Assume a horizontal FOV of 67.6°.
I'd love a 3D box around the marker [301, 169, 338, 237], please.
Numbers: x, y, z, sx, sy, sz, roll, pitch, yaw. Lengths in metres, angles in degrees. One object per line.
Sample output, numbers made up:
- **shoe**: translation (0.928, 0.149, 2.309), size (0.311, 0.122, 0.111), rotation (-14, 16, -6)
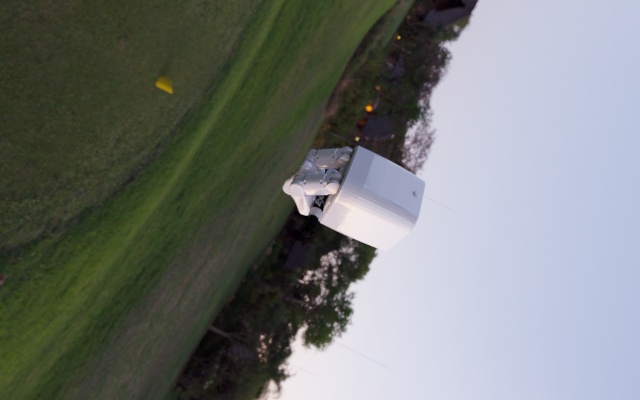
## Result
- **marker**: translation (0.000, 0.002, 0.636), size (0.020, 0.020, 0.121), rotation (0, 42, 23)
